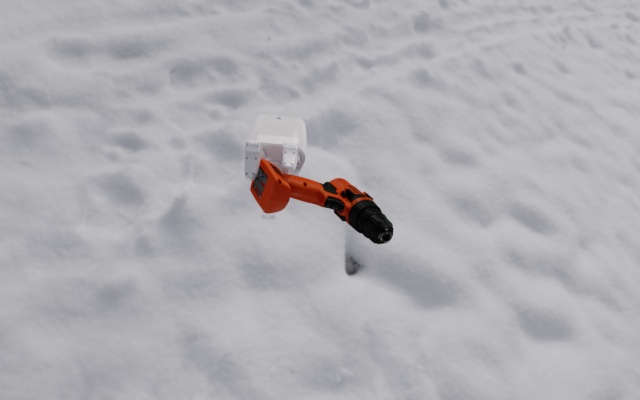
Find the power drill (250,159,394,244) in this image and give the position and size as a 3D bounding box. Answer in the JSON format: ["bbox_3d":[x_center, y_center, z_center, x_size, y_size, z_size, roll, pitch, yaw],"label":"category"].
[{"bbox_3d":[0.000,0.002,0.710,0.188,0.057,0.184,15,15,-28],"label":"power drill"}]
